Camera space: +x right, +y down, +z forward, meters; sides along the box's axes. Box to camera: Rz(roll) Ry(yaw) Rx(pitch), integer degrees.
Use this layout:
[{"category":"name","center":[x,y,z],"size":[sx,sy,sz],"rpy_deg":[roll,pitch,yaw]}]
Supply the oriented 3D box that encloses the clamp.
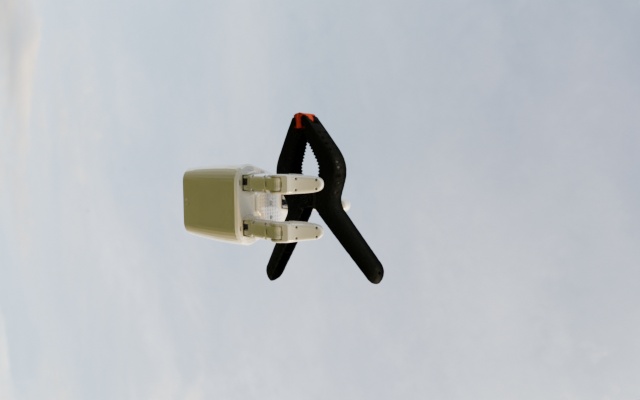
[{"category":"clamp","center":[0.000,0.001,0.564],"size":[0.164,0.210,0.036],"rpy_deg":[3,6,34]}]
